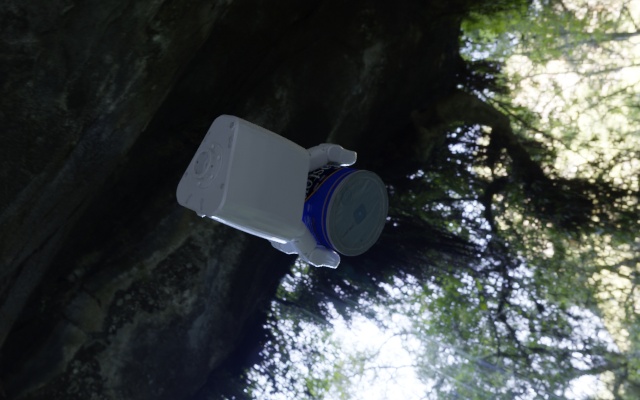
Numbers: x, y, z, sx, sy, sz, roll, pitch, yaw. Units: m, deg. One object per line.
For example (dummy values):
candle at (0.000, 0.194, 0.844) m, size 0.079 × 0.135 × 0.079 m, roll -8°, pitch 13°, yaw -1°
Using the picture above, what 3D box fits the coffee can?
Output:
coffee can at (0.000, 0.002, 0.608) m, size 0.103 × 0.103 × 0.140 m, roll 0°, pitch 11°, yaw -44°
